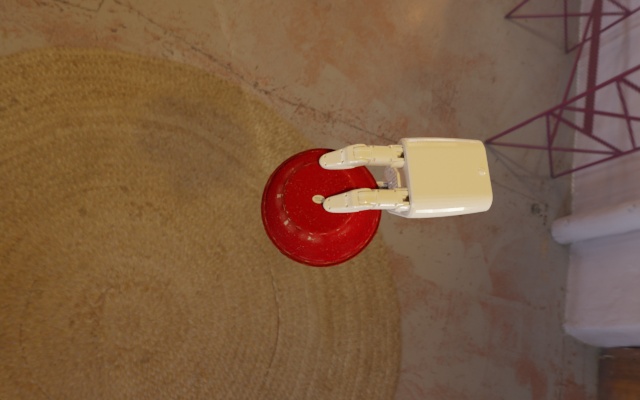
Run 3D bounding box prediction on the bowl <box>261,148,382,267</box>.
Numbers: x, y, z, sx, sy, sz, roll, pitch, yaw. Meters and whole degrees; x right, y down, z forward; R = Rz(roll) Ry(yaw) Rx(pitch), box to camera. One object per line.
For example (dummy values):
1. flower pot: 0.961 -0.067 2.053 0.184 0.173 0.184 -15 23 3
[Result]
1. bowl: -0.001 0.002 0.608 0.162 0.162 0.055 0 -12 2
